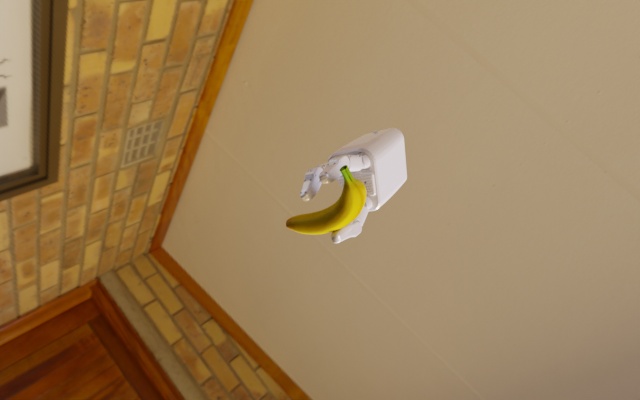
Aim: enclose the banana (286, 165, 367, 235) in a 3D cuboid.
[{"bbox_3d":[0.015,0.014,0.721,0.037,0.069,0.198,-45,1,-41],"label":"banana"}]
